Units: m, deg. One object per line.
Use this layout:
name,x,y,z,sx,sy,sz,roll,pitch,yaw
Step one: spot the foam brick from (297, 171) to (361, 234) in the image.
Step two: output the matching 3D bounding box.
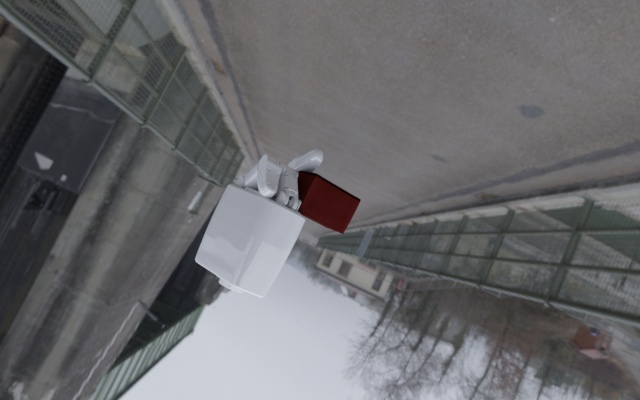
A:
foam brick,0.000,0.002,0.615,0.078,0.051,0.053,29,-7,-30
